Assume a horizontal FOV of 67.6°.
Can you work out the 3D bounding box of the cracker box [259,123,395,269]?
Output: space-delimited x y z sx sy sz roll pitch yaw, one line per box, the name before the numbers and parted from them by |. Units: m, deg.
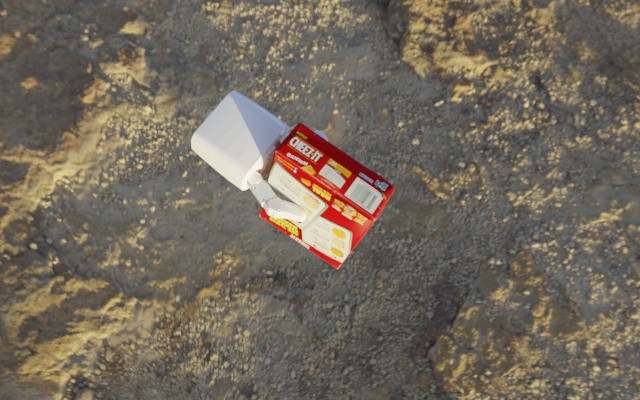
cracker box | 0.000 0.002 0.729 0.164 0.072 0.214 34 -28 5
